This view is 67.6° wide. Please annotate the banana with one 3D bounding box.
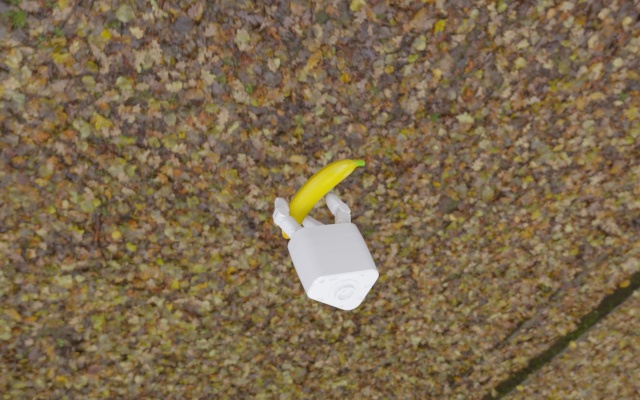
[{"bbox_3d":[-0.009,-0.007,0.819,0.070,0.198,0.037,35,18,-44],"label":"banana"}]
